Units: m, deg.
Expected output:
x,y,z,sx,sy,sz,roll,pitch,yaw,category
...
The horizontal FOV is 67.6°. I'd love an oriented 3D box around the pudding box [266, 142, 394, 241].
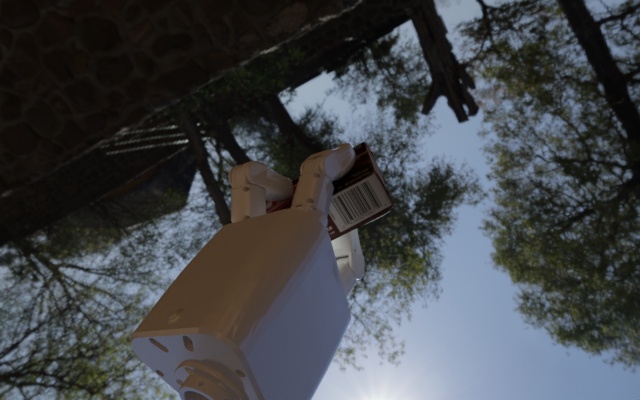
x,y,z,sx,sy,sz,roll,pitch,yaw,category
0.000,0.001,0.405,0.113,0.039,0.090,-26,21,10,pudding box
